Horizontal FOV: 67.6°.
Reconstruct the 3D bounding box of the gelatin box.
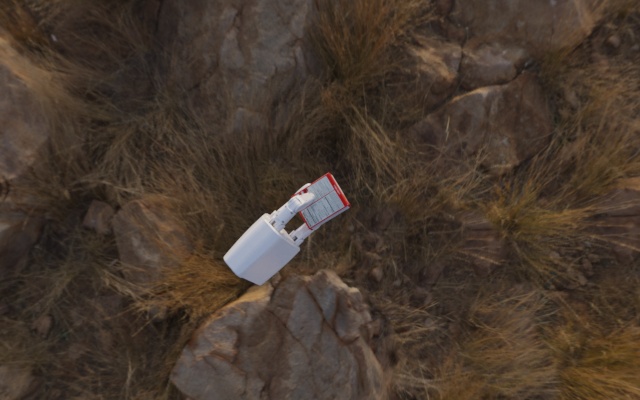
[{"bbox_3d":[0.000,0.003,0.895,0.089,0.073,0.030,-32,-14,8],"label":"gelatin box"}]
